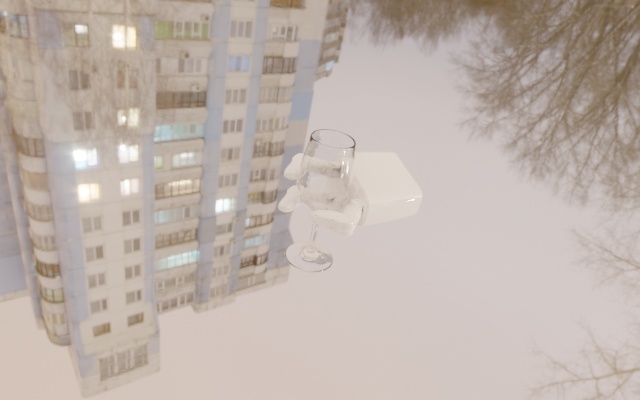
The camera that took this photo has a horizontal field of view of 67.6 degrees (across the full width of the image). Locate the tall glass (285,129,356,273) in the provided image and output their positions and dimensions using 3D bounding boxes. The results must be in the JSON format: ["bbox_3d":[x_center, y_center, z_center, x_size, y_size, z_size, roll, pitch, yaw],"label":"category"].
[{"bbox_3d":[0.000,0.003,0.684,0.079,0.201,0.079,8,30,-5],"label":"tall glass"}]
